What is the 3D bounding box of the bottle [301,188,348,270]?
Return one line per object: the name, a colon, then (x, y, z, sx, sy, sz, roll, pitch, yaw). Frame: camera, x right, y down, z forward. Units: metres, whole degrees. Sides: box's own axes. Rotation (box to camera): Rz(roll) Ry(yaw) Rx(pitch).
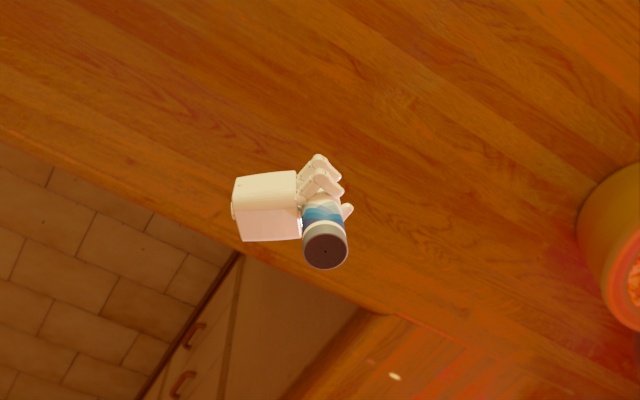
bottle: (0.000, 0.003, 0.821, 0.069, 0.069, 0.295, 0, 29, -3)
